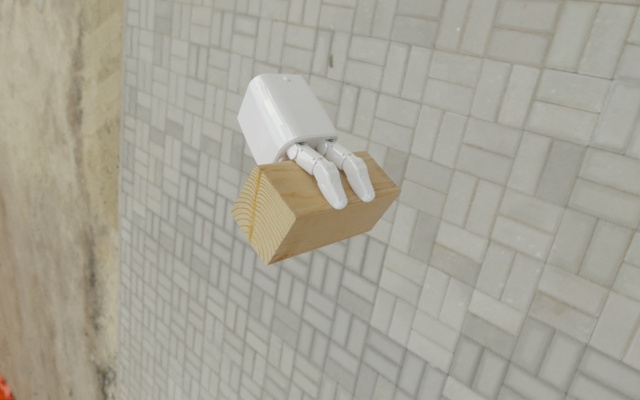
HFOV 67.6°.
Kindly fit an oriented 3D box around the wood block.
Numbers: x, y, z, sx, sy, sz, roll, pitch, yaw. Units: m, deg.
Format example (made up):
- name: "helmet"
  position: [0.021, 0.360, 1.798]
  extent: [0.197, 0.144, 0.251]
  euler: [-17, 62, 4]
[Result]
- name: "wood block"
  position: [0.000, 0.002, 0.637]
  extent: [0.206, 0.090, 0.091]
  euler: [-13, -33, -45]
